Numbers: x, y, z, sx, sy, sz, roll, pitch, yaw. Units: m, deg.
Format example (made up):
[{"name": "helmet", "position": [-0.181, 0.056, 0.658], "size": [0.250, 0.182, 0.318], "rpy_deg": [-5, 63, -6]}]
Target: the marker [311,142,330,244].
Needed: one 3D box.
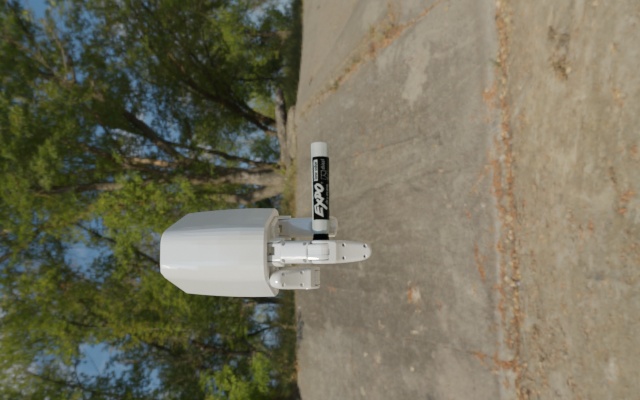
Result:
[{"name": "marker", "position": [0.000, 0.002, 0.482], "size": [0.020, 0.121, 0.020], "rpy_deg": [-1, -6, 0]}]
